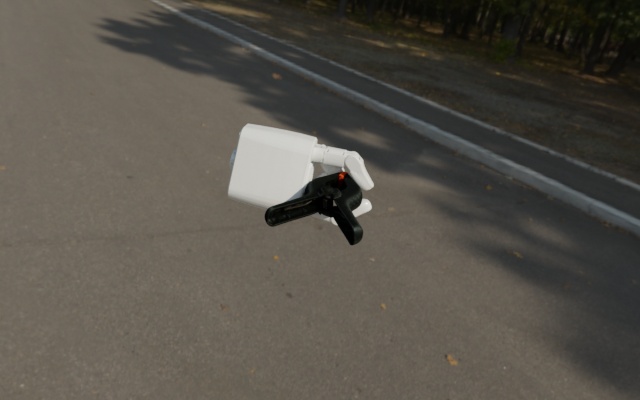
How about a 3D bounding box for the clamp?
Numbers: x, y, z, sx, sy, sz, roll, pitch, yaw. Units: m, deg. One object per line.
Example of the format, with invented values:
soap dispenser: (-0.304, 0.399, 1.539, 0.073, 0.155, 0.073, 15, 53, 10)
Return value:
clamp: (0.000, 0.001, 0.626, 0.120, 0.039, 0.171, 14, 24, 2)
